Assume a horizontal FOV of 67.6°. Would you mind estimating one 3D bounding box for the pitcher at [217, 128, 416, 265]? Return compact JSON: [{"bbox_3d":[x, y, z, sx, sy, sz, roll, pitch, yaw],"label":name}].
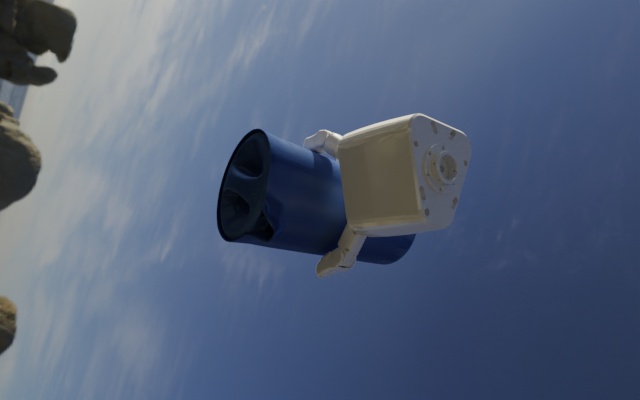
[{"bbox_3d":[0.000,0.002,0.609,0.243,0.149,0.145,16,-16,-32],"label":"pitcher"}]
